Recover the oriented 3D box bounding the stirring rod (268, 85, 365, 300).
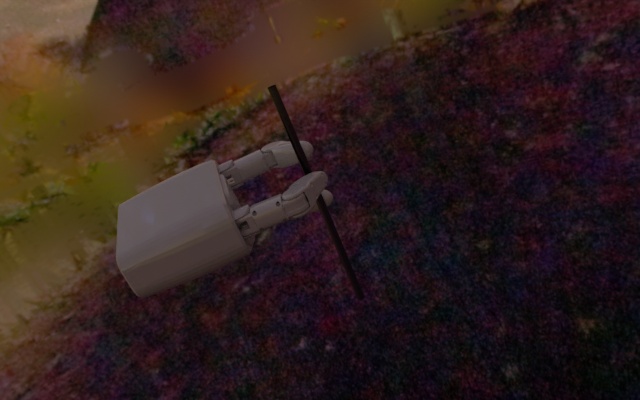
[{"bbox_3d":[0.000,0.002,0.469,0.011,0.240,0.011,-20,22,8],"label":"stirring rod"}]
